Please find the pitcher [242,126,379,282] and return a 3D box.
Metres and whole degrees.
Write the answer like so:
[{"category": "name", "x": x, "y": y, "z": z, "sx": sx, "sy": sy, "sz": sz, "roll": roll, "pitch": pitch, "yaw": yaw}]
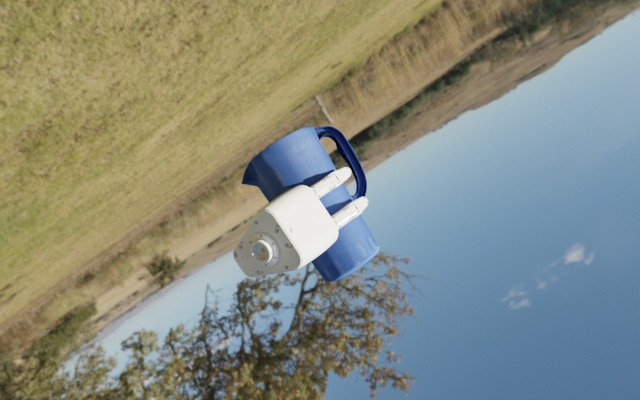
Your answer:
[{"category": "pitcher", "x": 0.000, "y": 0.003, "z": 0.794, "sx": 0.149, "sy": 0.243, "sz": 0.145, "roll": -32, "pitch": 0, "yaw": 31}]
